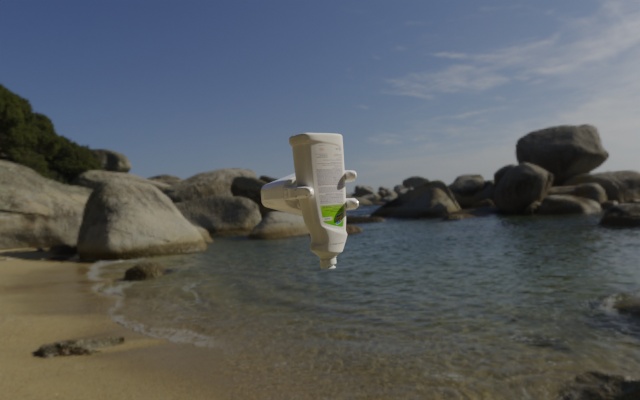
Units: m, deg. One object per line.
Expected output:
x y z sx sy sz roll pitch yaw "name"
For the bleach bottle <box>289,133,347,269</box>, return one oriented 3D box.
0.000 0.003 0.896 0.102 0.251 0.068 -4 0 -35 "bleach bottle"
